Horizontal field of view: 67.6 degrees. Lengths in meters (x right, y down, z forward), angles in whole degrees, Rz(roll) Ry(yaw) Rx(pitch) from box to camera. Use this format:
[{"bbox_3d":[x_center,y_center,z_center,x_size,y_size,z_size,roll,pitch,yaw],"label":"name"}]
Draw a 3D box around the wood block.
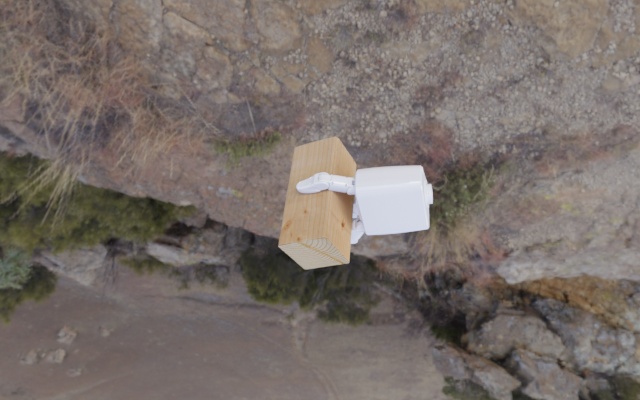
[{"bbox_3d":[0.000,0.003,0.830,0.090,0.206,0.091,-12,-38,26],"label":"wood block"}]
